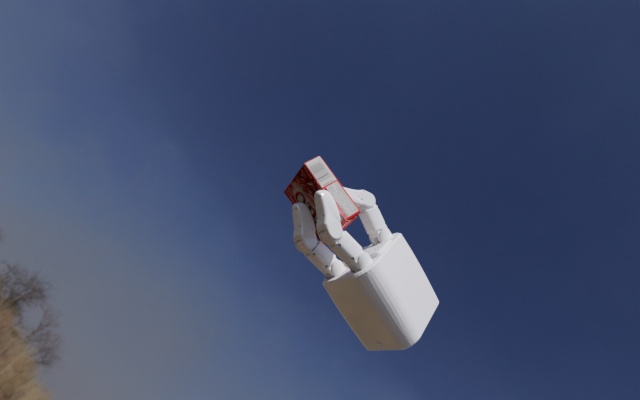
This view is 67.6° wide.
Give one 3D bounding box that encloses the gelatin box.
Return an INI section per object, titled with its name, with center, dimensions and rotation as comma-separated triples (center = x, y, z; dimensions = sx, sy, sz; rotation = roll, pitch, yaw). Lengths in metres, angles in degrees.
[gelatin box]
center = 0.000, 0.001, 0.592
dimensions = 0.030, 0.089, 0.073
rotation = -29, -12, -35
